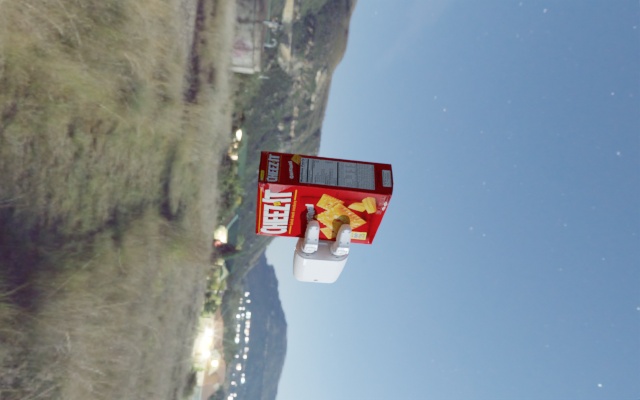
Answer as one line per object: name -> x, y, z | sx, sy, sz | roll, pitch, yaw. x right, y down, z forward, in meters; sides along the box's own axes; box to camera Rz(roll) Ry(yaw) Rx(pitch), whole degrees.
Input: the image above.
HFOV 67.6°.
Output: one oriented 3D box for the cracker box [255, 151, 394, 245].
cracker box -> 0.000, 0.003, 0.808 | 0.214, 0.072, 0.164 | 5, -34, -6
